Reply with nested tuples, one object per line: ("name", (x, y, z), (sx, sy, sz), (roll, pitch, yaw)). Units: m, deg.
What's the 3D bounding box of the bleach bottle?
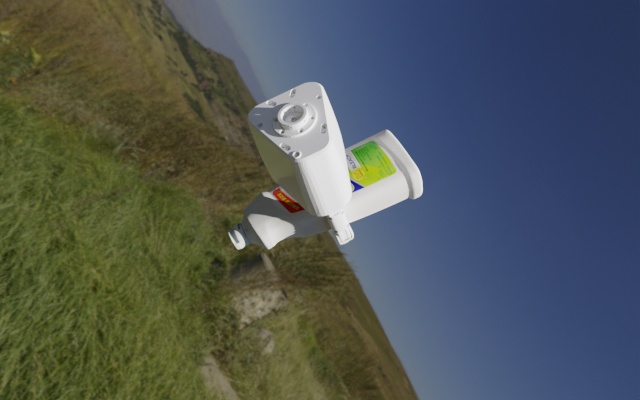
("bleach bottle", (0.000, 0.002, 0.630), (0.251, 0.102, 0.068), (-26, -35, -3))
